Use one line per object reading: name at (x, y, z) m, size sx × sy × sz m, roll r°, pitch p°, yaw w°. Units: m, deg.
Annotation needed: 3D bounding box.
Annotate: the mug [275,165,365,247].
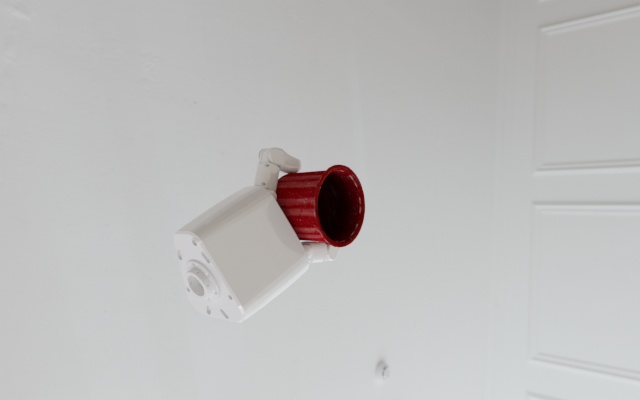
mug at (0.001, 0.001, 0.569) m, size 0.081 × 0.093 × 0.117 m, roll -1°, pitch 23°, yaw 40°
